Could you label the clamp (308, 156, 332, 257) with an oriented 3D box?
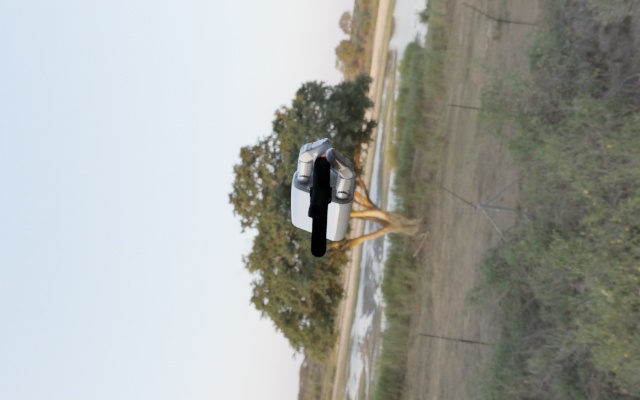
[{"bbox_3d":[0.000,0.002,0.769,0.039,0.120,0.171,8,44,1],"label":"clamp"}]
